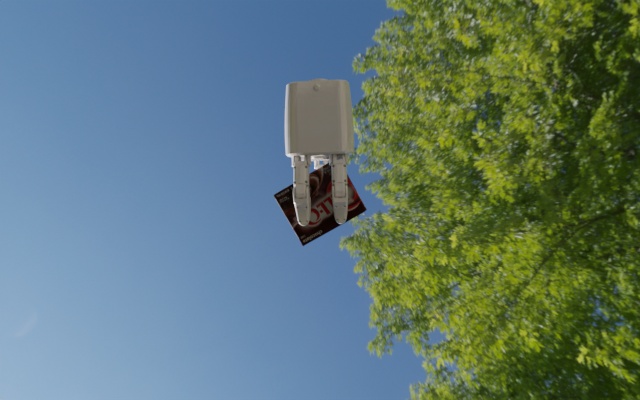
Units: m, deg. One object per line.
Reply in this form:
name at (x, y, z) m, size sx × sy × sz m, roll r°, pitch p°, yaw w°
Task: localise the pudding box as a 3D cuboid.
pudding box at (0.000, 0.002, 0.723) m, size 0.113 × 0.090 × 0.039 m, roll -30°, pitch 1°, yaw 5°
